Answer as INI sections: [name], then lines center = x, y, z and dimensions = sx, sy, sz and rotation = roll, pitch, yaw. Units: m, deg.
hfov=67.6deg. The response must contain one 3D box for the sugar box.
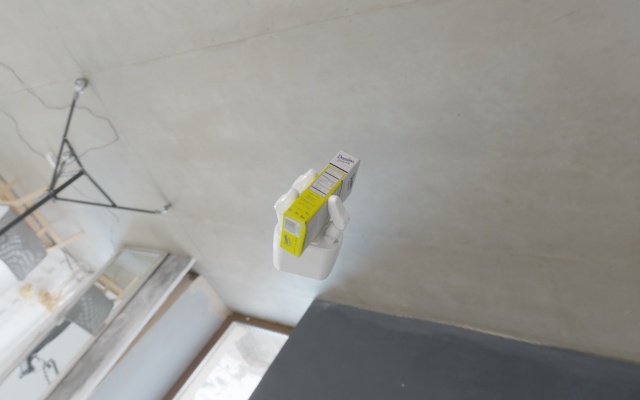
[sugar box]
center = 0.000, 0.002, 0.791
dimensions = 0.048, 0.093, 0.176
rotation = 28, 51, 13
